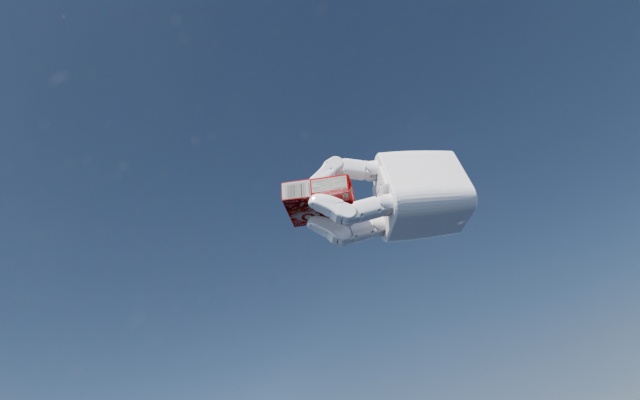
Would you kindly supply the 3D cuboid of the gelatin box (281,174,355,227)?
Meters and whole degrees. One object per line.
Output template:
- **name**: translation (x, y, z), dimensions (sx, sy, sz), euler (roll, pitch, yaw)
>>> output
- **gelatin box**: translation (0.000, 0.002, 0.620), dimensions (0.089, 0.030, 0.073), euler (-7, -31, 7)
